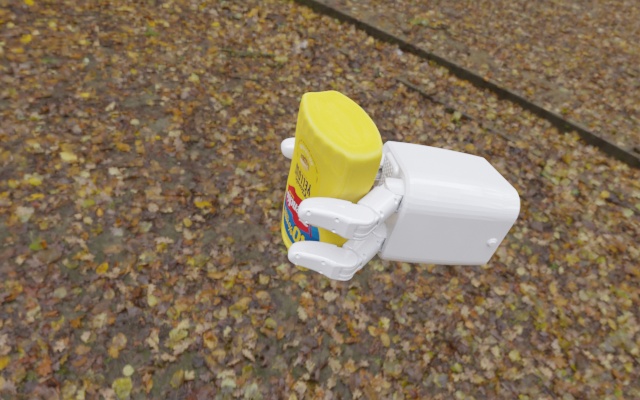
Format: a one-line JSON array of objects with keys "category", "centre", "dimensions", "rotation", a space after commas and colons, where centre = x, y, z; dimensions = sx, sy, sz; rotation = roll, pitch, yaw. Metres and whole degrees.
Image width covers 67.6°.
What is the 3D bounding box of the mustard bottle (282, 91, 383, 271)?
[{"category": "mustard bottle", "centre": [0.000, 0.001, 0.451], "dimensions": [0.058, 0.192, 0.096], "rotation": [-12, 49, -25]}]
